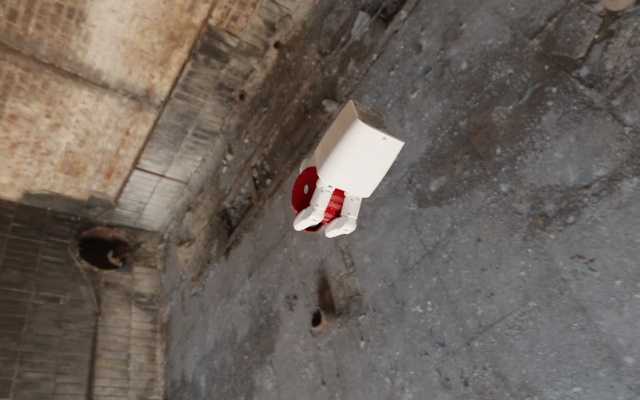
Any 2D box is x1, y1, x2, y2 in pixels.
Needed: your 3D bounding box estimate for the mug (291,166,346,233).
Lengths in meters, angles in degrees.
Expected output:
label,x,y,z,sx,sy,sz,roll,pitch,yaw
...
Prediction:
label,x,y,z,sx,sy,sz,roll,pitch,yaw
mug,-0.001,0.004,0.783,0.081,0.117,0.093,19,26,-33
